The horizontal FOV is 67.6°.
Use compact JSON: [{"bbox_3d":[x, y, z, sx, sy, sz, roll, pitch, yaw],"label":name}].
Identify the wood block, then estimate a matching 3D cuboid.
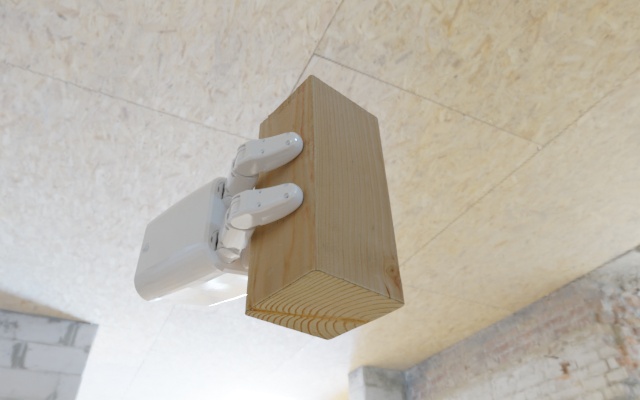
[{"bbox_3d":[0.000,0.002,0.422,0.091,0.206,0.090,27,-46,-32],"label":"wood block"}]
